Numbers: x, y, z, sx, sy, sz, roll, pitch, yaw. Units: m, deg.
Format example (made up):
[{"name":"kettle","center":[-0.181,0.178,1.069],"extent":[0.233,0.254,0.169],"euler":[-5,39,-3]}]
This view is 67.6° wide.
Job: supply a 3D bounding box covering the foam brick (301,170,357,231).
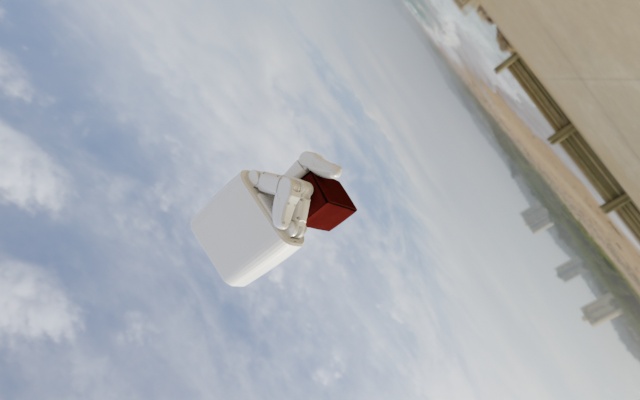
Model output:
[{"name":"foam brick","center":[0.000,0.002,0.627],"extent":[0.051,0.053,0.078],"euler":[-40,-28,20]}]
